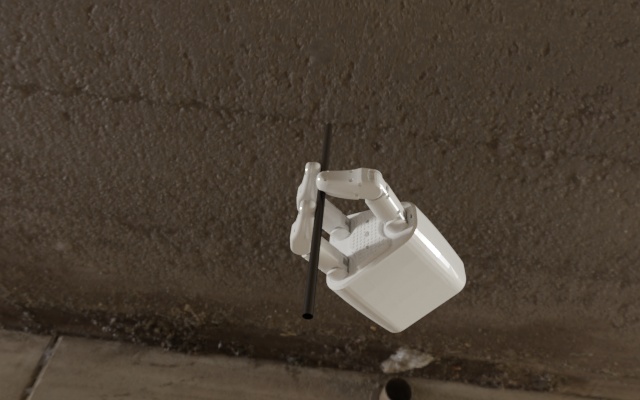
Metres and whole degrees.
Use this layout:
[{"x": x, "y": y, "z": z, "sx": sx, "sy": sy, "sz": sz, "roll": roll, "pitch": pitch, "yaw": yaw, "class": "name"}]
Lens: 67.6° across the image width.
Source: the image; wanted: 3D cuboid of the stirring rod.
[{"x": 0.000, "y": 0.001, "z": 0.430, "sx": 0.011, "sy": 0.011, "sz": 0.239, "roll": 0, "pitch": 43, "yaw": 6, "class": "stirring rod"}]
